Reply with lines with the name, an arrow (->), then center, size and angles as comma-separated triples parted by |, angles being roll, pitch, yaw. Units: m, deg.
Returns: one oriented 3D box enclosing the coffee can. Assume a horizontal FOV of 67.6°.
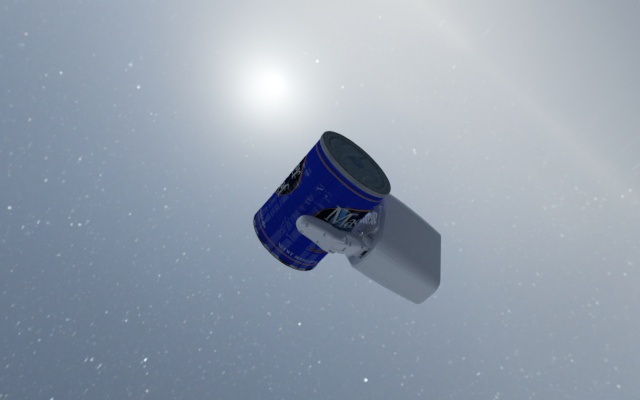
coffee can -> 0.000, 0.002, 0.576 | 0.140, 0.102, 0.103 | -47, -24, 24
